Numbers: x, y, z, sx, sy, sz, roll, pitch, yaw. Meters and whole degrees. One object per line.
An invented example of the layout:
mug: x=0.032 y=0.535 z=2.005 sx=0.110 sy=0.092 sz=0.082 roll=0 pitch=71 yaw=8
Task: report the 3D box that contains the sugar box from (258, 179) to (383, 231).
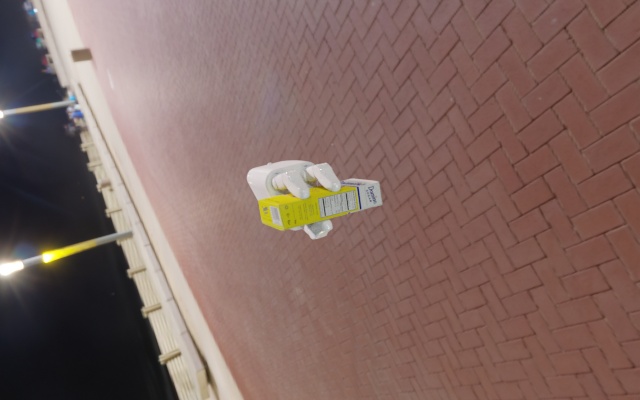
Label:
sugar box: x=0.000 y=0.002 z=0.762 sx=0.176 sy=0.048 sz=0.093 roll=-16 pitch=13 yaw=-25
